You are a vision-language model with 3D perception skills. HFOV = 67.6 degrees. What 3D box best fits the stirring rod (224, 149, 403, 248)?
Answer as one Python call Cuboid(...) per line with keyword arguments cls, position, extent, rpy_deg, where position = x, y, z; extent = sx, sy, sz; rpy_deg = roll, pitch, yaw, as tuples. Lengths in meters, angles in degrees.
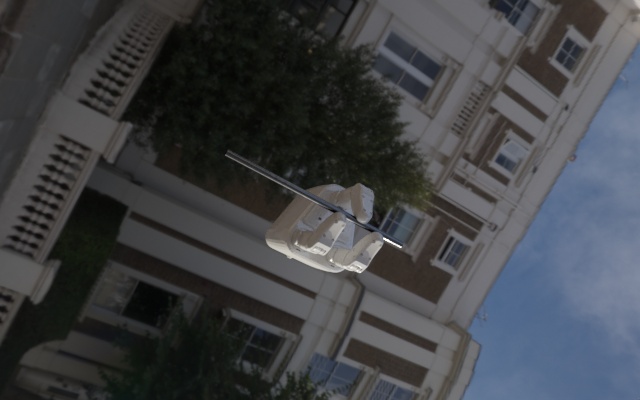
Cuboid(cls="stirring rod", position=(0.000, 0.002, 0.546), extent=(0.239, 0.011, 0.011), rpy_deg=(28, -11, -21))
